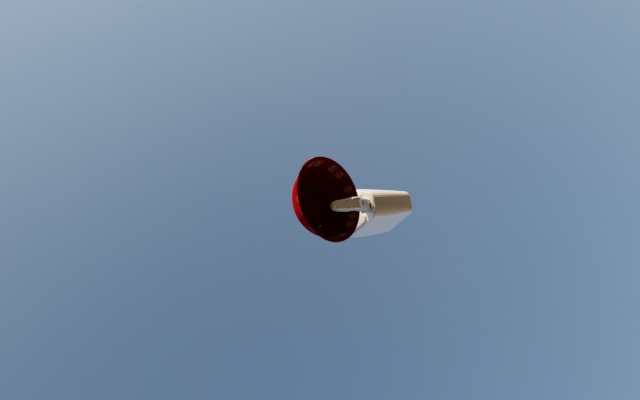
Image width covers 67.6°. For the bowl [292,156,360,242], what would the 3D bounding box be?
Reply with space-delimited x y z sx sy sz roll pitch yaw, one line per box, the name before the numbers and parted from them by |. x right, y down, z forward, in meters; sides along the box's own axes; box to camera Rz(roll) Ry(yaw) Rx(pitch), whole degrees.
bowl | -0.001 0.003 0.885 0.162 0.162 0.055 0 -14 -46
